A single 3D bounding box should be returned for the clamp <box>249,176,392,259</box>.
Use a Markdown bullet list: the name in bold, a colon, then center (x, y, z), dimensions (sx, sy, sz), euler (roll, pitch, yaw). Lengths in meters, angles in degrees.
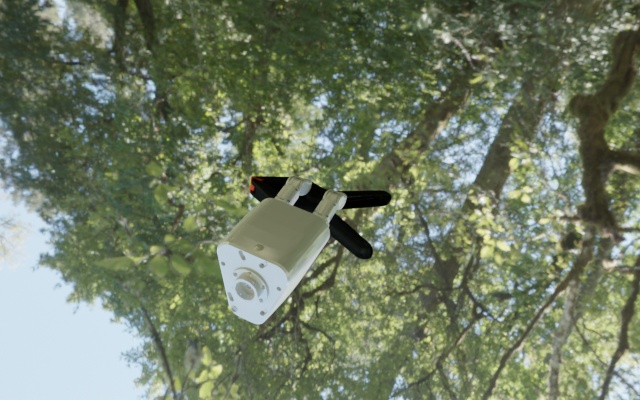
- **clamp**: center (-0.001, 0.003, 0.696), dimensions (0.210, 0.036, 0.164), euler (20, 31, 15)
